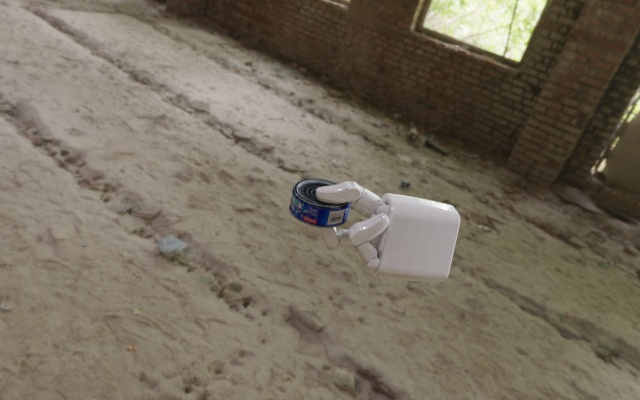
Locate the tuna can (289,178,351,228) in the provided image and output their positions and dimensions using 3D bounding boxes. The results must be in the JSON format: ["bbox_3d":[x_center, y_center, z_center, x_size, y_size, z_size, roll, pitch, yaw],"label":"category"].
[{"bbox_3d":[0.000,0.002,0.676,0.086,0.034,0.086,9,29,-5],"label":"tuna can"}]
